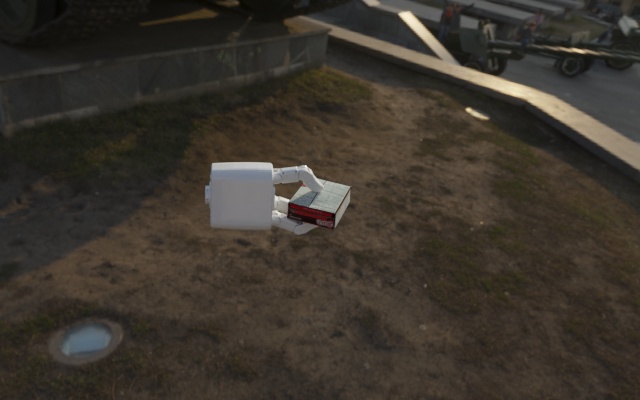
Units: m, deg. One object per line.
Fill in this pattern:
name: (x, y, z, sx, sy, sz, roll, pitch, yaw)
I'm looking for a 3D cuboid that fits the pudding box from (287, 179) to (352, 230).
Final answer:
pudding box: (0.000, 0.003, 0.871, 0.090, 0.039, 0.113, 15, 33, 13)
